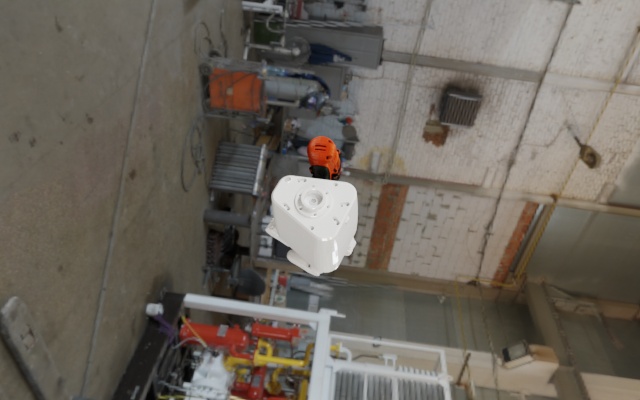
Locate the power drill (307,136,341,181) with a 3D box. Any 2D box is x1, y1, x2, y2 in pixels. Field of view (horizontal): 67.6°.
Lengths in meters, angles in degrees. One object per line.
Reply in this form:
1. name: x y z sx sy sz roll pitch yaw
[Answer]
1. power drill: 0.000 0.003 0.811 0.057 0.187 0.184 4 -12 9
